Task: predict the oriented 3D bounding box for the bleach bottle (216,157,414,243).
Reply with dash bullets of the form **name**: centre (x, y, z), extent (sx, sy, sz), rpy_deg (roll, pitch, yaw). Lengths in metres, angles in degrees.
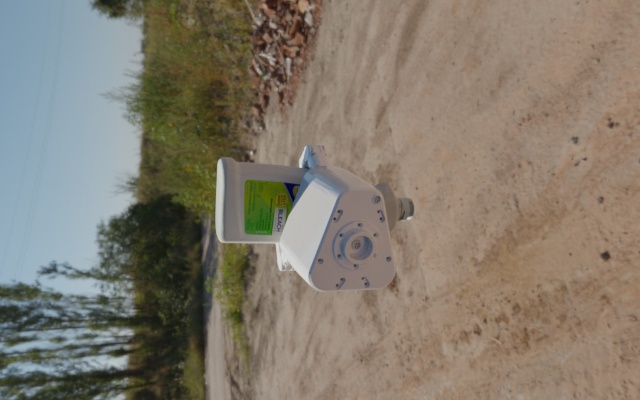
- **bleach bottle**: centre (0.000, 0.002, 0.596), extent (0.251, 0.102, 0.068), rpy_deg (0, 13, -18)
